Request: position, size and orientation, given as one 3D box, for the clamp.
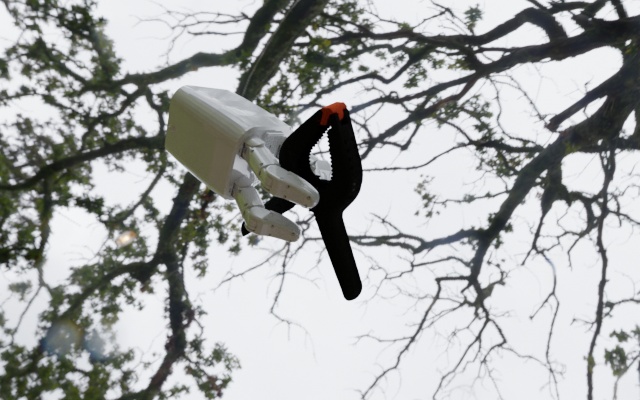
[{"bbox_3d":[0.000,0.001,0.500,0.164,0.210,0.036,33,37,16],"label":"clamp"}]
